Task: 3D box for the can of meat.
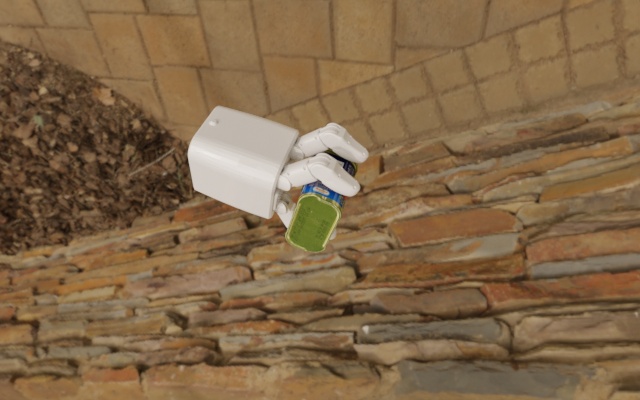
[{"bbox_3d":[0.000,0.002,0.577,0.057,0.084,0.102,21,-44,-1],"label":"can of meat"}]
